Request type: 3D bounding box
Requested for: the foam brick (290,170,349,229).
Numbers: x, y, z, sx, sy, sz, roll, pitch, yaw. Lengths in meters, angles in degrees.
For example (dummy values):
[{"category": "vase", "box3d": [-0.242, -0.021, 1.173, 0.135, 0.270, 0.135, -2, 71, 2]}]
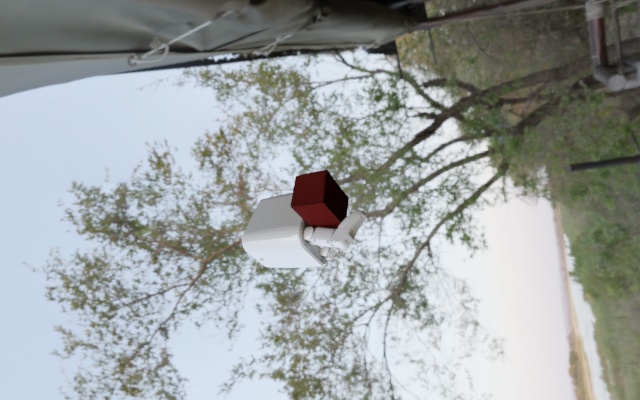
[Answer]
[{"category": "foam brick", "box3d": [0.000, 0.002, 0.671, 0.051, 0.053, 0.078, -7, -34, 26]}]
